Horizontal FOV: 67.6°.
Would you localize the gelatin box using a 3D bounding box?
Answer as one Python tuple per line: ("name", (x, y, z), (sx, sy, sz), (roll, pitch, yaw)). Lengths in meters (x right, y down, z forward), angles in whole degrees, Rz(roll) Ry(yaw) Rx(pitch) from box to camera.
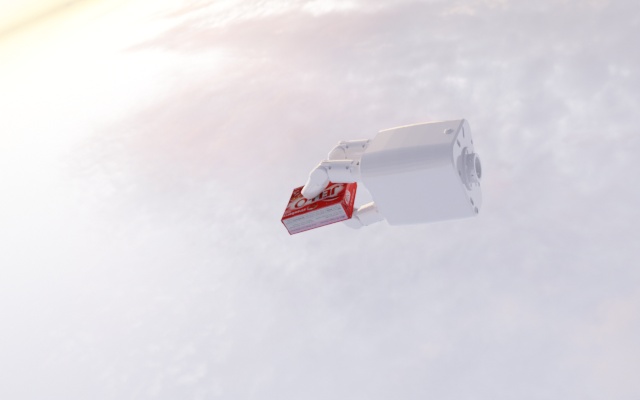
("gelatin box", (0.000, 0.002, 0.610), (0.089, 0.030, 0.073), (-17, 29, 23))
